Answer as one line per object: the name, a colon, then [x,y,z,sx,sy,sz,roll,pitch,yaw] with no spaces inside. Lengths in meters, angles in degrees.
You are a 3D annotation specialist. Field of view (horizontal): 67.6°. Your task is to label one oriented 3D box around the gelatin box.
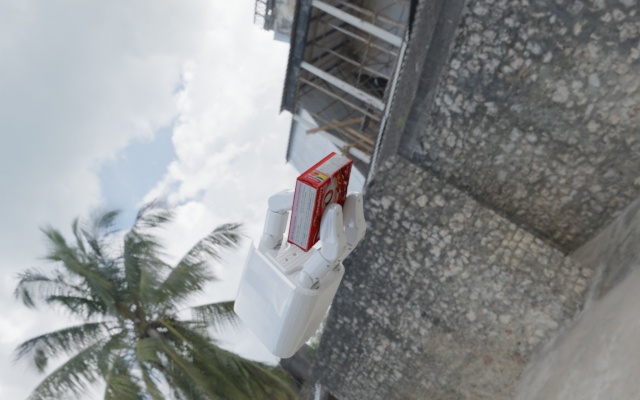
gelatin box: [0.000,0.001,0.518,0.030,0.089,0.073,26,38,21]
